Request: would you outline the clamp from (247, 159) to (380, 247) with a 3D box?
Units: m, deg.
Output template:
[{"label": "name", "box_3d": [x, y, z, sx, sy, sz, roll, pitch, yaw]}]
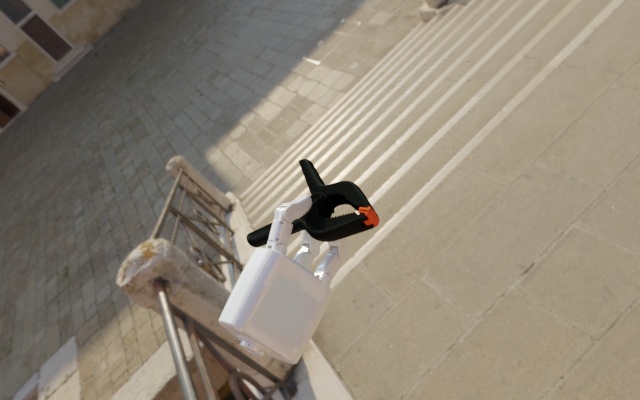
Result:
[{"label": "clamp", "box_3d": [0.000, 0.002, 0.676, 0.210, 0.164, 0.036, 1, -36, 43]}]
